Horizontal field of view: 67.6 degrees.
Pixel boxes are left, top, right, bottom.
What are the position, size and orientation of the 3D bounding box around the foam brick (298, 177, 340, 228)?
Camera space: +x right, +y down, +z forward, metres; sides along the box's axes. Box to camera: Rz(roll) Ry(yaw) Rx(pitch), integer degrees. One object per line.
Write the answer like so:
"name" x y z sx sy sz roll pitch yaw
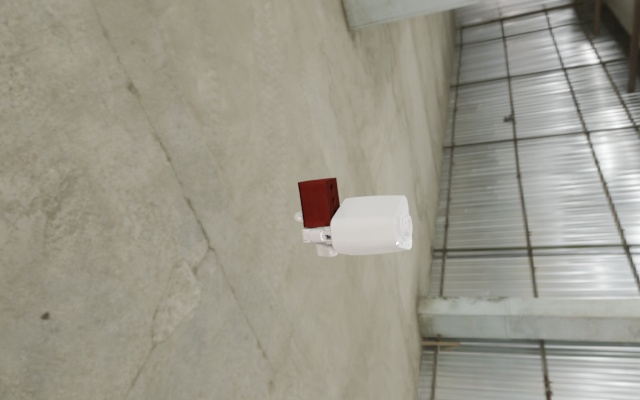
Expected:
"foam brick" 0.000 0.002 0.801 0.051 0.078 0.053 -5 6 24
